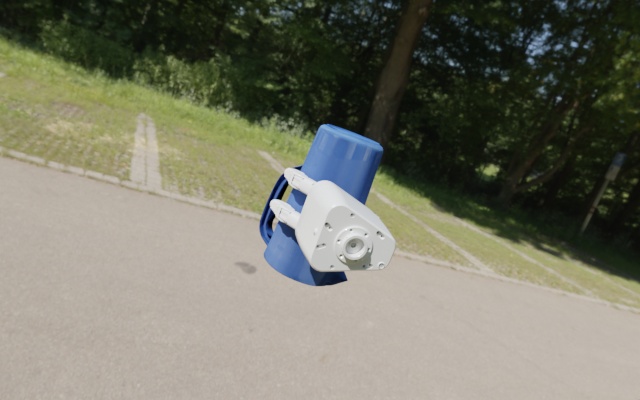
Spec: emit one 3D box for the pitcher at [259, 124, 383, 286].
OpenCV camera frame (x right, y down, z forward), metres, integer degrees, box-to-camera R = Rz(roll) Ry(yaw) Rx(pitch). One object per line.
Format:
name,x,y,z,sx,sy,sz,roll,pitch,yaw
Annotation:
pitcher,0.000,0.003,0.776,0.149,0.243,0.145,18,12,-14
